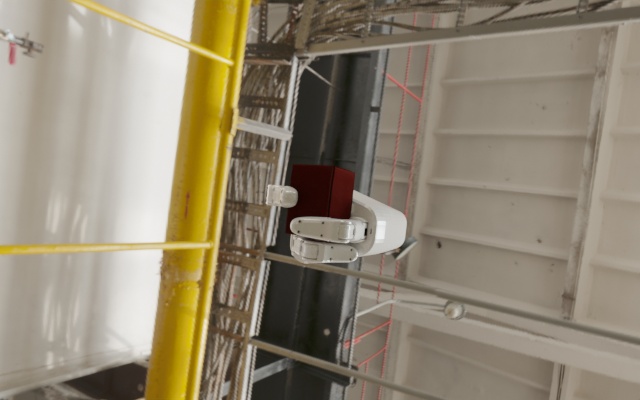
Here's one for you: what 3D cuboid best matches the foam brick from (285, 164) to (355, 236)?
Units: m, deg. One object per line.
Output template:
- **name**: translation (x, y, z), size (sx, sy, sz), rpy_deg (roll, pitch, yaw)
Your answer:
- **foam brick**: translation (0.000, 0.001, 0.518), size (0.053, 0.078, 0.051), rpy_deg (8, 1, 31)
